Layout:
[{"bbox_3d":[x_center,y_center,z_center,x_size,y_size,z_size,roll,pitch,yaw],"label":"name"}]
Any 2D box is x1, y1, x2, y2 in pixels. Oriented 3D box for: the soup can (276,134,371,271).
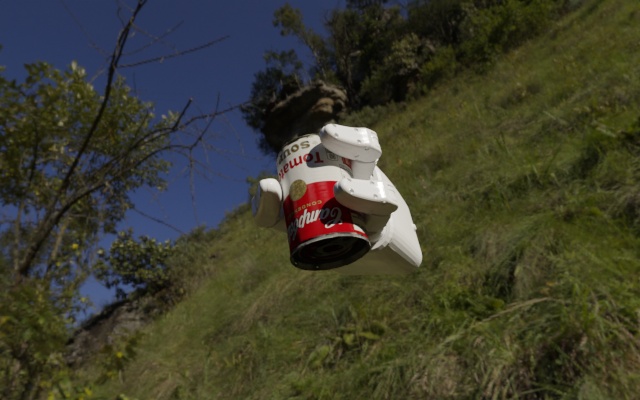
[{"bbox_3d":[0.000,0.001,0.419,0.068,0.102,0.068,-9,-29,-5],"label":"soup can"}]
